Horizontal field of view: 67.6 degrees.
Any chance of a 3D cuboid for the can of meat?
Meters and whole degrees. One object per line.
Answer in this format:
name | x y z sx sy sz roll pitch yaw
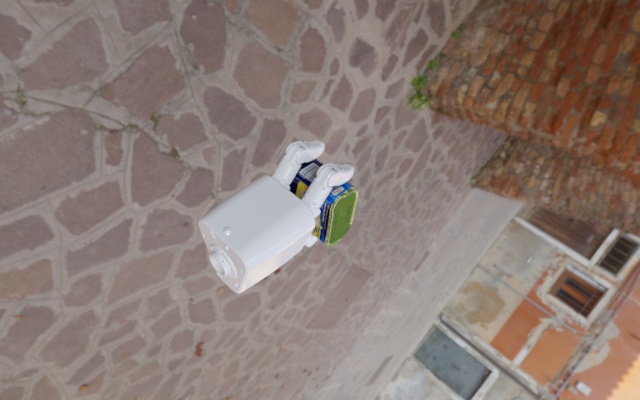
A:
can of meat | 0.000 0.002 0.645 0.084 0.102 0.057 38 53 26
